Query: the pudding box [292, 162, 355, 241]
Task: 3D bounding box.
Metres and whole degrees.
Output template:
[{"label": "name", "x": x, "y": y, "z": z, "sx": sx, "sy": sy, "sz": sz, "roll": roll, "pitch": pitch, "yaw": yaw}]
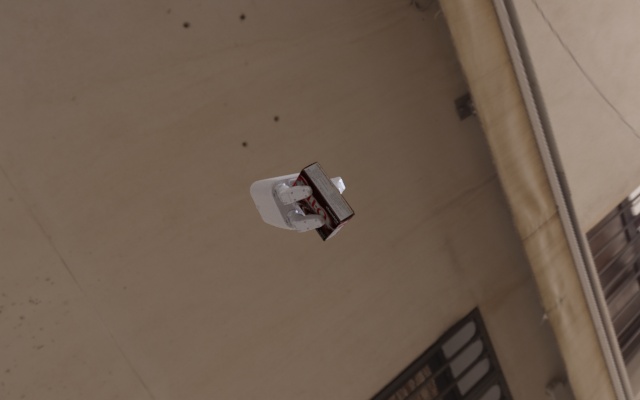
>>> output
[{"label": "pudding box", "x": 0.000, "y": 0.003, "z": 0.812, "sx": 0.039, "sy": 0.113, "sz": 0.090, "roll": -33, "pitch": -10, "yaw": -28}]
